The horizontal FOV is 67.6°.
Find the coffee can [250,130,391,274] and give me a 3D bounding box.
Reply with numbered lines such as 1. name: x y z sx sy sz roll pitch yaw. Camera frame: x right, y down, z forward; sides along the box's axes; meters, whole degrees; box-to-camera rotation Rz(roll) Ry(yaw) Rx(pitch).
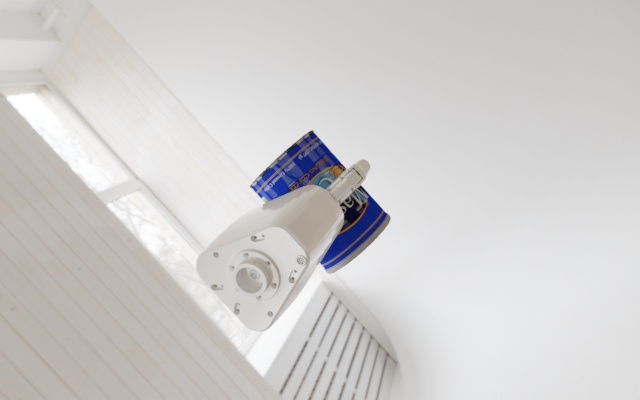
1. coffee can: 0.000 0.002 0.573 0.103 0.140 0.103 -42 2 2
